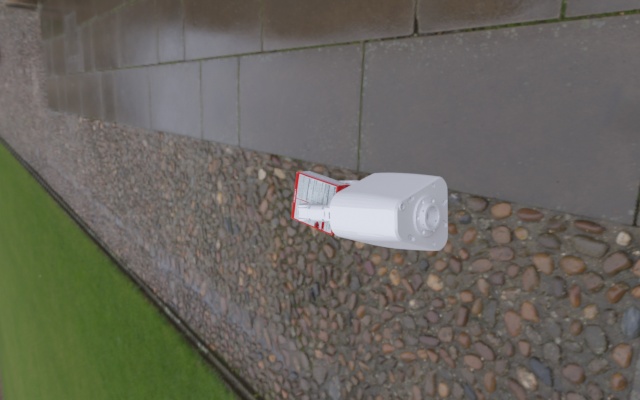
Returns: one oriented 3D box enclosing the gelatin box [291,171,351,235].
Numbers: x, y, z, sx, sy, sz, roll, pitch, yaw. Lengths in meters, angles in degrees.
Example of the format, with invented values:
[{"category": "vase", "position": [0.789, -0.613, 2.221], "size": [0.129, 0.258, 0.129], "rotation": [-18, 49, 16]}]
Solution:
[{"category": "gelatin box", "position": [0.000, 0.002, 0.693], "size": [0.089, 0.073, 0.030], "rotation": [20, 20, 41]}]
